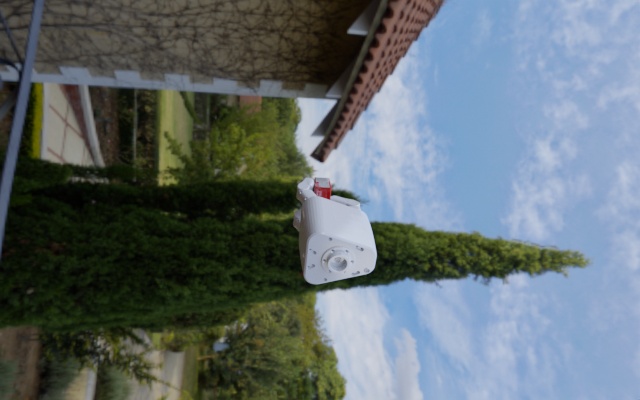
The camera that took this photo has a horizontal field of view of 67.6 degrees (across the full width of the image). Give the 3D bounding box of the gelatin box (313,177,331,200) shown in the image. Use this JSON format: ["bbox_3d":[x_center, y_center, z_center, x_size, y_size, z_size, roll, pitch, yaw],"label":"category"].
[{"bbox_3d":[0.001,0.003,0.850,0.030,0.073,0.089,4,14,-2],"label":"gelatin box"}]
